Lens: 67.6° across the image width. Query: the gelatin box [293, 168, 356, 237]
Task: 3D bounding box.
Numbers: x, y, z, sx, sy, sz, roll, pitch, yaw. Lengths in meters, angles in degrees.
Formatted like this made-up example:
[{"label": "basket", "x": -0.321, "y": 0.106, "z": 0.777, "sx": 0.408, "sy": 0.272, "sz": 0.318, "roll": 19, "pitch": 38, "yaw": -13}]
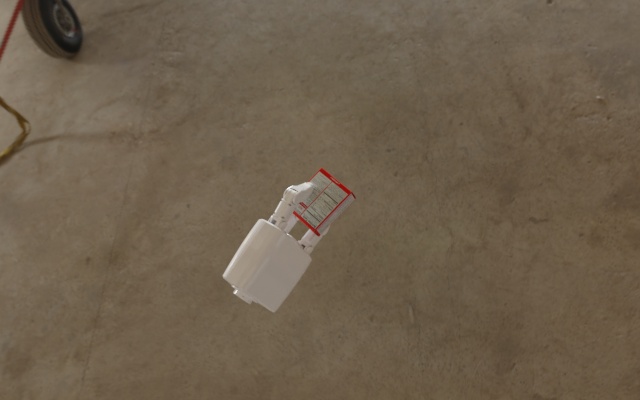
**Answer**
[{"label": "gelatin box", "x": 0.000, "y": 0.002, "z": 0.774, "sx": 0.073, "sy": 0.089, "sz": 0.030, "roll": 40, "pitch": -6, "yaw": 30}]
